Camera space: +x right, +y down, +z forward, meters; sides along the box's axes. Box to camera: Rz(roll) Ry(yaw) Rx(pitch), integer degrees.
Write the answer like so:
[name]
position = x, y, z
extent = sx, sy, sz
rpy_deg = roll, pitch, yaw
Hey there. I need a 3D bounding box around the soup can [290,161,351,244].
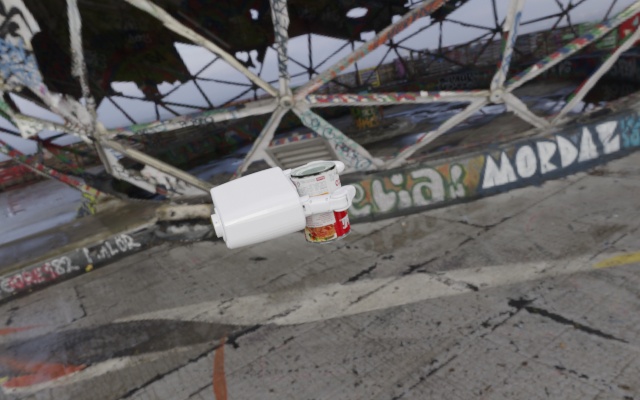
[soup can]
position = 0.001, 0.002, 0.683
extent = 0.068, 0.102, 0.068
rpy_deg = -13, 16, 4
